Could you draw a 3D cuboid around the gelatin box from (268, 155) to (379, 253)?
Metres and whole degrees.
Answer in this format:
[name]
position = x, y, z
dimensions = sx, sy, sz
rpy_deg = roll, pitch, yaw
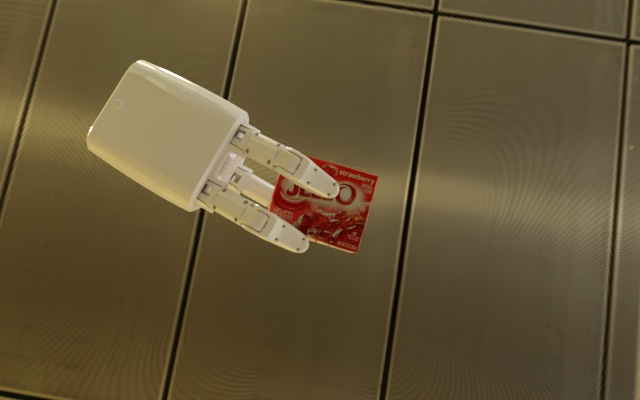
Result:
[gelatin box]
position = 0.000, 0.002, 0.438
dimensions = 0.089, 0.073, 0.030
rpy_deg = 17, -6, -4
